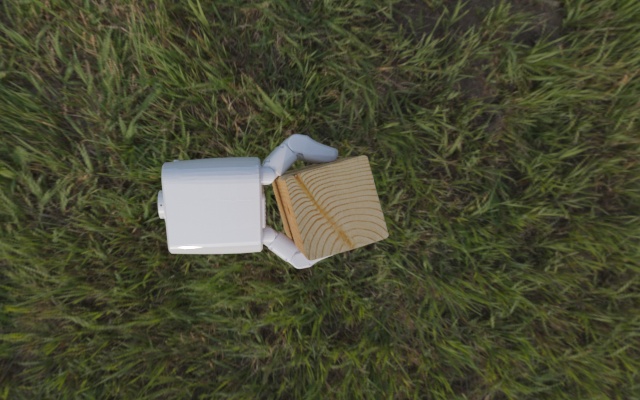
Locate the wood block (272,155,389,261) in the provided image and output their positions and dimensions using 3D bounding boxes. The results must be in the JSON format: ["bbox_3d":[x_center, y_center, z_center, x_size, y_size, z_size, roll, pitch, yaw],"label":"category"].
[{"bbox_3d":[0.000,0.002,0.580,0.090,0.091,0.206,-16,6,-8],"label":"wood block"}]
